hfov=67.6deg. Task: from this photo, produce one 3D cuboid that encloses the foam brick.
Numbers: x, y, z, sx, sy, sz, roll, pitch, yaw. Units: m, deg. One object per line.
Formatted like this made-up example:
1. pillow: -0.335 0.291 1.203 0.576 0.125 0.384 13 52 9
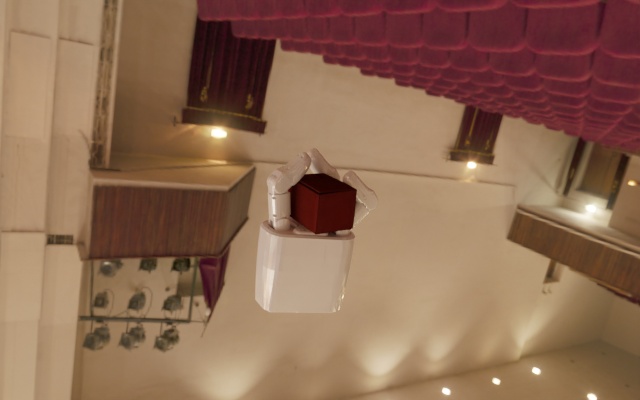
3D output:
1. foam brick: 0.000 0.002 0.574 0.053 0.051 0.078 -5 20 -30
